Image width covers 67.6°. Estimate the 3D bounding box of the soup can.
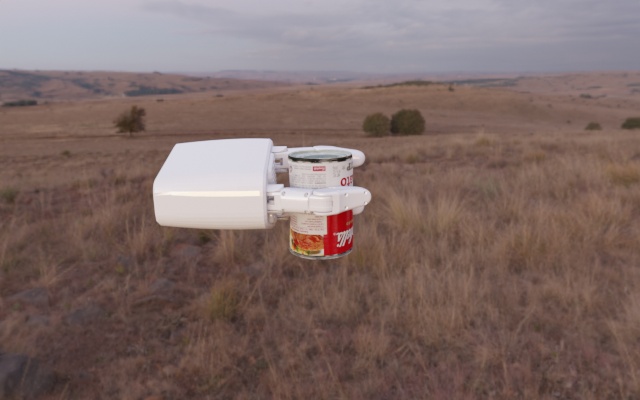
[{"bbox_3d":[0.001,0.001,0.496,0.068,0.102,0.068,-1,14,0],"label":"soup can"}]
